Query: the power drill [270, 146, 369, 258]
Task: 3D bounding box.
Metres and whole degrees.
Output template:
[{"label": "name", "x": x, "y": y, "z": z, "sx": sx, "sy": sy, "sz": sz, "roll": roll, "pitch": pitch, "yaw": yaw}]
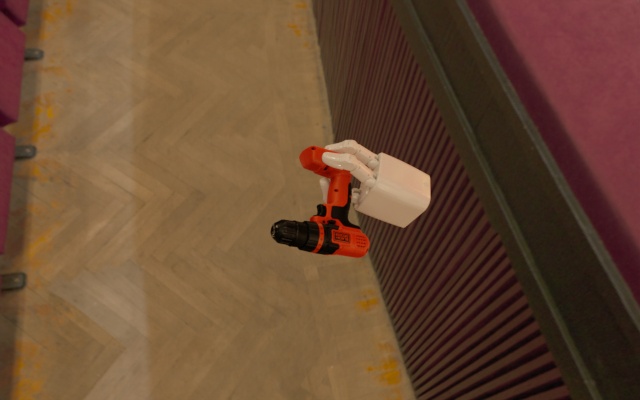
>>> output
[{"label": "power drill", "x": 0.000, "y": 0.002, "z": 0.833, "sx": 0.184, "sy": 0.187, "sz": 0.057, "roll": 14, "pitch": -25, "yaw": -30}]
